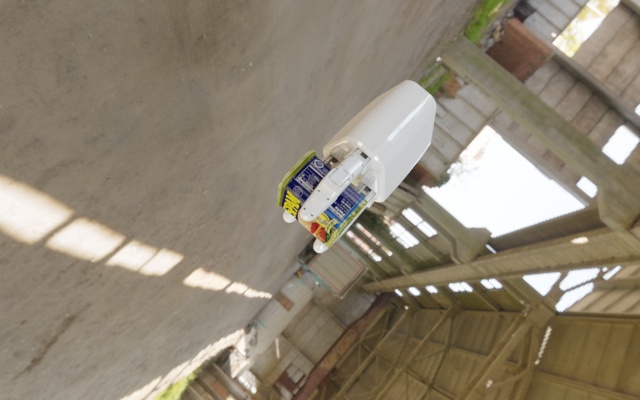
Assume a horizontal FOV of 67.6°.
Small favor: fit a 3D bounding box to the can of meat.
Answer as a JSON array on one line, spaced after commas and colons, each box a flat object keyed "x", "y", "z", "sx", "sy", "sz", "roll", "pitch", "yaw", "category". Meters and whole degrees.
[{"x": 0.000, "y": 0.002, "z": 0.545, "sx": 0.084, "sy": 0.057, "sz": 0.102, "roll": 41, "pitch": -18, "yaw": 6, "category": "can of meat"}]
